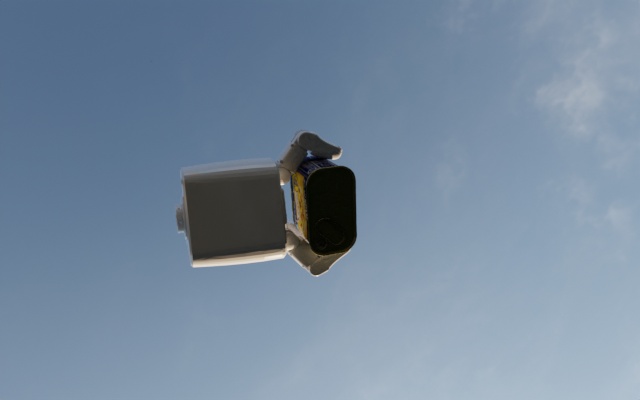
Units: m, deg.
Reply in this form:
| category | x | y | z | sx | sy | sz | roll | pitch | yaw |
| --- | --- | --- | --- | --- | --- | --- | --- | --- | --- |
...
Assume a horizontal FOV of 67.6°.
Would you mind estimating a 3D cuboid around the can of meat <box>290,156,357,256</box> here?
| category | x | y | z | sx | sy | sz | roll | pitch | yaw |
| --- | --- | --- | --- | --- | --- | --- | --- | --- | --- |
| can of meat | 0.000 | 0.002 | 0.562 | 0.057 | 0.102 | 0.084 | -8 | 18 | -17 |
